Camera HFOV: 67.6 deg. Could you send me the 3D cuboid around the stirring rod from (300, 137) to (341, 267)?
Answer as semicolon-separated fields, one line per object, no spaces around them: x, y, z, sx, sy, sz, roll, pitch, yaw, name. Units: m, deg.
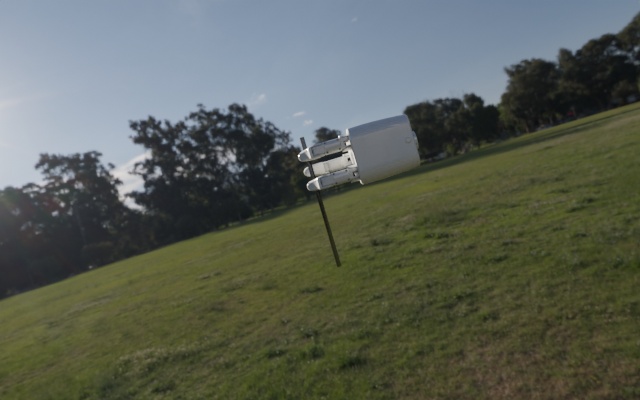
0.000;0.003;0.855;0.011;0.239;0.011;-16;0;0;stirring rod
